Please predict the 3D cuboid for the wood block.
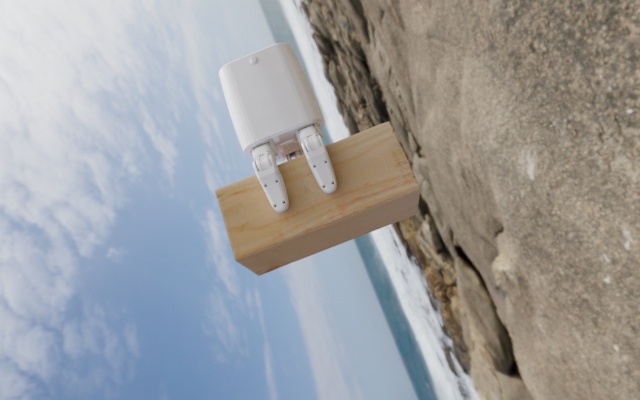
[{"bbox_3d":[0.000,0.002,0.549,0.206,0.090,0.091,-21,-21,2],"label":"wood block"}]
